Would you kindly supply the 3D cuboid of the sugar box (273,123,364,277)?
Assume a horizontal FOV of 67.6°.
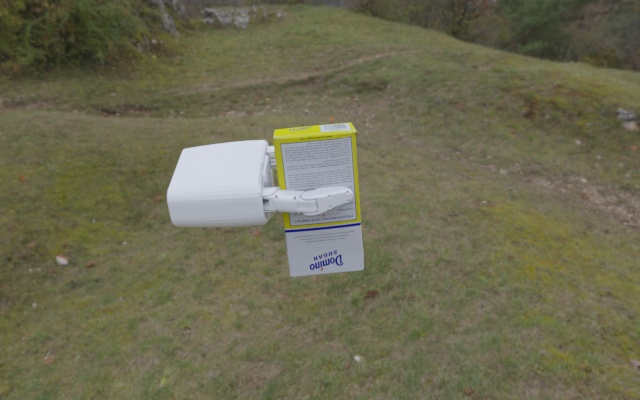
[{"bbox_3d":[0.000,0.002,0.566,0.093,0.176,0.048,-5,24,-1],"label":"sugar box"}]
